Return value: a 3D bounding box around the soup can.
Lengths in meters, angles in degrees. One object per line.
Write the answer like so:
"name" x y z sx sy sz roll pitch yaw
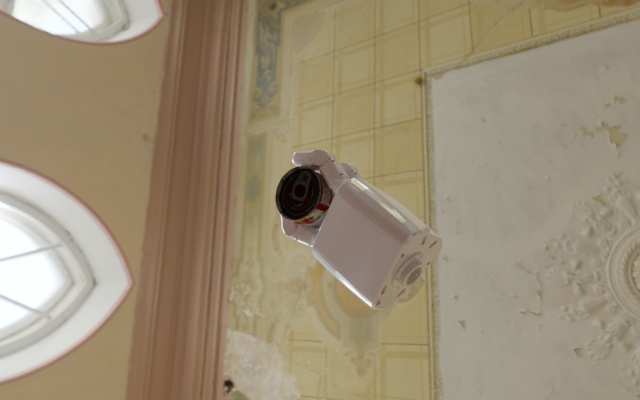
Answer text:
"soup can" 0.000 0.002 0.615 0.068 0.068 0.102 0 -13 35
